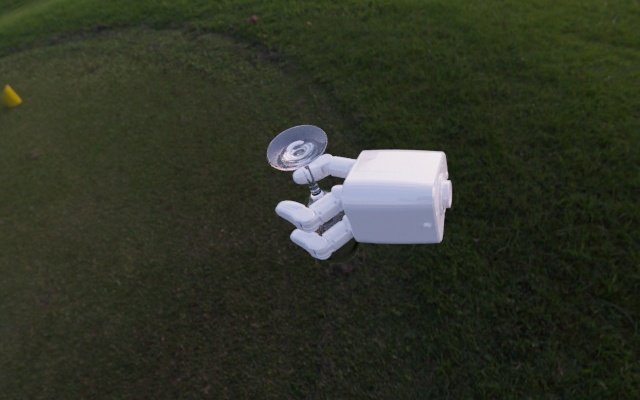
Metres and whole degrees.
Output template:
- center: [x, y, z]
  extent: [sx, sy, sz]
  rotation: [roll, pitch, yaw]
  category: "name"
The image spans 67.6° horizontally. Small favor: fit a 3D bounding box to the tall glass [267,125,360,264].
- center: [0.000, 0.002, 0.623]
  extent: [0.079, 0.079, 0.201]
  rotation: [0, -41, 21]
  category: "tall glass"
